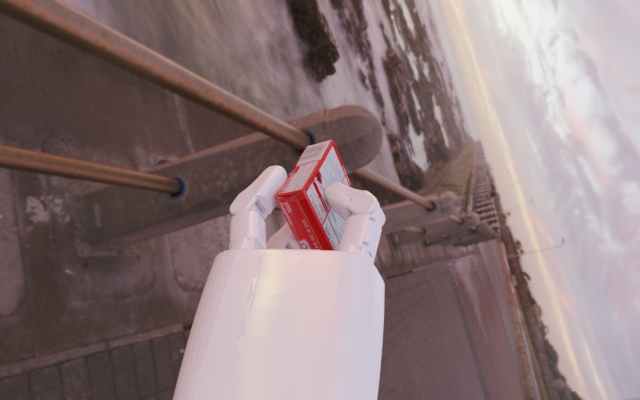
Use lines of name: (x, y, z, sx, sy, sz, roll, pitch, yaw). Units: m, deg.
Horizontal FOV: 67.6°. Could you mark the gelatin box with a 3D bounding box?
gelatin box: (0.001, 0.001, 0.411, 0.030, 0.073, 0.089, -10, 30, 26)
